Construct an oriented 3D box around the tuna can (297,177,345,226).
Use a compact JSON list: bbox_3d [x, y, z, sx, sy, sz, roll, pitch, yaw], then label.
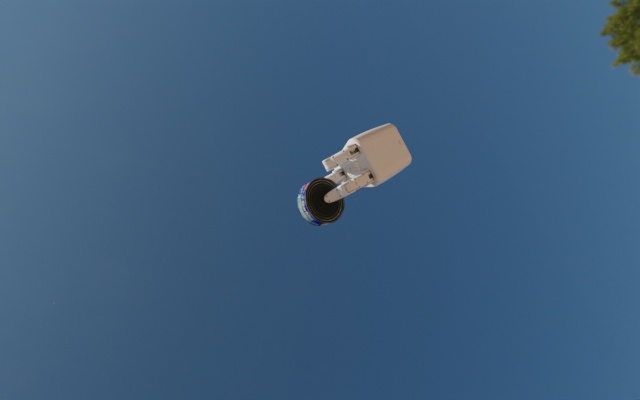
[{"bbox_3d":[0.000,0.003,0.875,0.086,0.086,0.034,0,-13,-34],"label":"tuna can"}]
